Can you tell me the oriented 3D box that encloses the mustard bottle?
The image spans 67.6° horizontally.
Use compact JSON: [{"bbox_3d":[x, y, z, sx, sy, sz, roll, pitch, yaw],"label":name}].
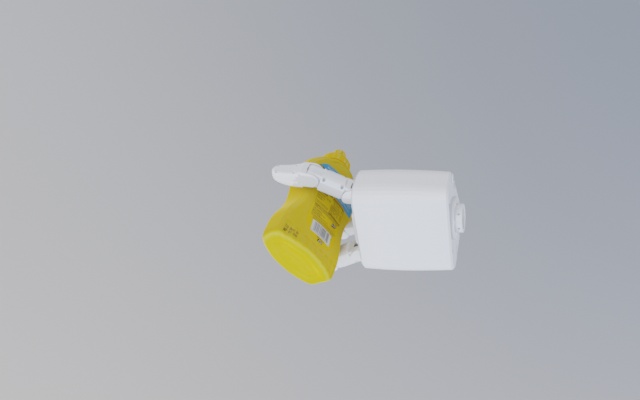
[{"bbox_3d":[0.000,0.002,0.598,0.058,0.191,0.096,-23,-58,39],"label":"mustard bottle"}]
